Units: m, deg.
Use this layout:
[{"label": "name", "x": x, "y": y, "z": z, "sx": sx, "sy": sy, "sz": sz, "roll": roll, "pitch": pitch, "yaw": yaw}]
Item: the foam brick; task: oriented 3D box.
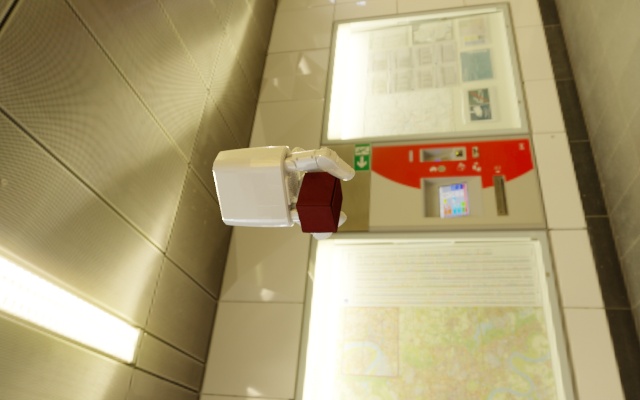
[{"label": "foam brick", "x": 0.000, "y": 0.002, "z": 0.677, "sx": 0.051, "sy": 0.053, "sz": 0.078, "roll": -1, "pitch": 40, "yaw": 12}]
